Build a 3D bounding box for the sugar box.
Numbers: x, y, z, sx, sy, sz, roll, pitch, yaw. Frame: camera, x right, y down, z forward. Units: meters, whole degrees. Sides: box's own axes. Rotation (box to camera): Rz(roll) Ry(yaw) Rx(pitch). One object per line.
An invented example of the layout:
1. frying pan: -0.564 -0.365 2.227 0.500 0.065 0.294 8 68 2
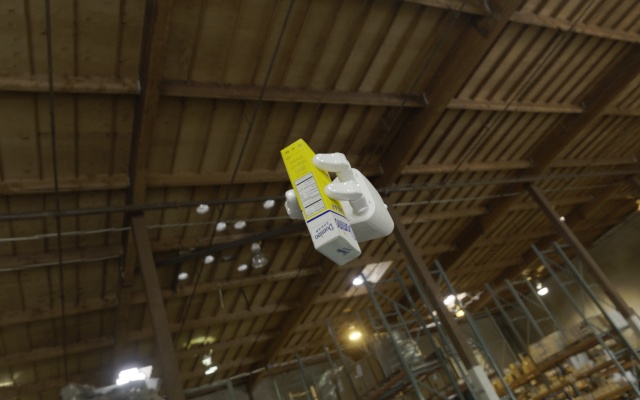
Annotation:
1. sugar box: 0.001 0.002 0.709 0.048 0.176 0.093 -31 -31 11
